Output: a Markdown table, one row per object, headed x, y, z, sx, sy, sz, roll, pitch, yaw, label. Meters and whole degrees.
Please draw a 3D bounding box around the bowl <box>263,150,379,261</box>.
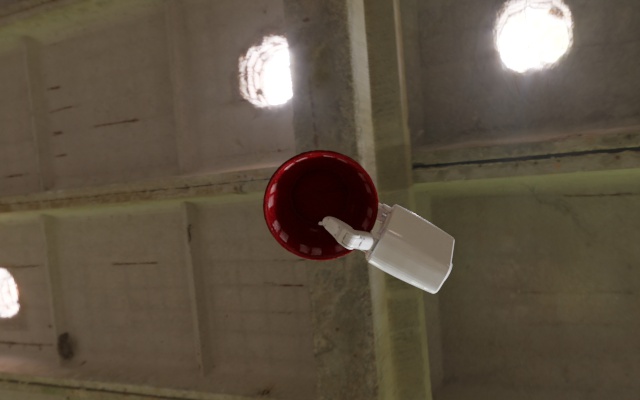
| x | y | z | sx | sy | sz | roll | pitch | yaw | label |
| --- | --- | --- | --- | --- | --- | --- | --- | --- | --- |
| -0.001 | 0.001 | 0.690 | 0.162 | 0.162 | 0.055 | 0 | 17 | -1 | bowl |
